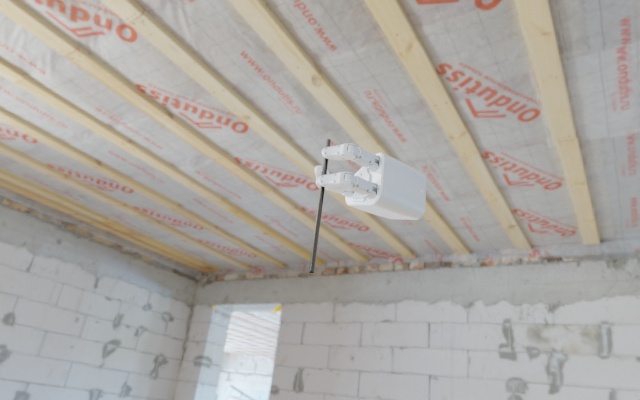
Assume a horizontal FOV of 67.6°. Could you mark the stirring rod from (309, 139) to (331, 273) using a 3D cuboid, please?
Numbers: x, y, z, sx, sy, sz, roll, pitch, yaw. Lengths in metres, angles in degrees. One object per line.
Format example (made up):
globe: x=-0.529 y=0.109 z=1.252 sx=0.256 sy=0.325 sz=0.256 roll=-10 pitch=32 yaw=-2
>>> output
stirring rod: x=0.000 y=0.003 z=0.789 sx=0.011 sy=0.239 sz=0.011 roll=6 pitch=-24 yaw=3
